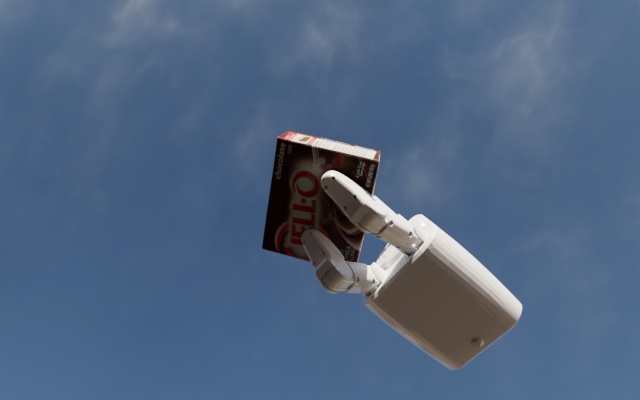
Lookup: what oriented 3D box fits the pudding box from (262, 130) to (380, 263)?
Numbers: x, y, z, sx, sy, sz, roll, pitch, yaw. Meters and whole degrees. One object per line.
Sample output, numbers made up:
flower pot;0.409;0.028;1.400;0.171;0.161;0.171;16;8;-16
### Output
pudding box;0.000;0.001;0.432;0.090;0.113;0.039;14;21;8
